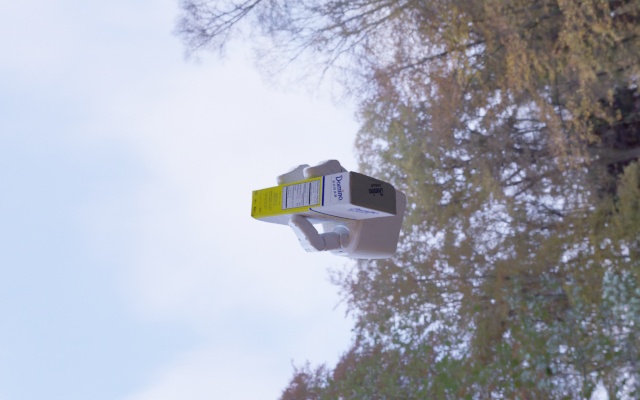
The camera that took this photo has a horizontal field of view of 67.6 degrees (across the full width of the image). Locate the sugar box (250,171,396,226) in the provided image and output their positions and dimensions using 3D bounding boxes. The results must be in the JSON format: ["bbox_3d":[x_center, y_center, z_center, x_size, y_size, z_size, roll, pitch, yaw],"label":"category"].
[{"bbox_3d":[0.000,0.002,0.619,0.176,0.048,0.093,-12,-17,41],"label":"sugar box"}]
